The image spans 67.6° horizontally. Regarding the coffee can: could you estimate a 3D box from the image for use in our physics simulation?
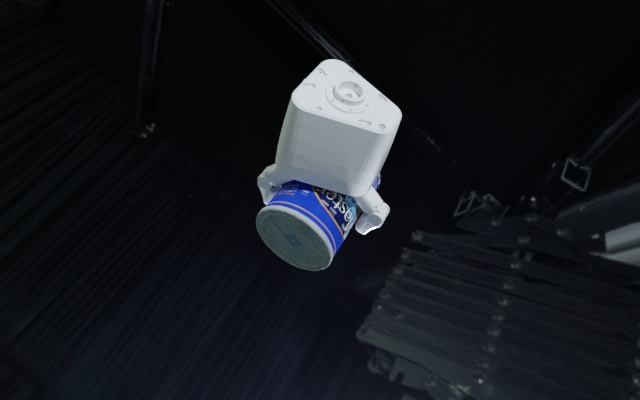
[{"bbox_3d":[0.000,0.002,0.598,0.103,0.103,0.140,0,41,39],"label":"coffee can"}]
